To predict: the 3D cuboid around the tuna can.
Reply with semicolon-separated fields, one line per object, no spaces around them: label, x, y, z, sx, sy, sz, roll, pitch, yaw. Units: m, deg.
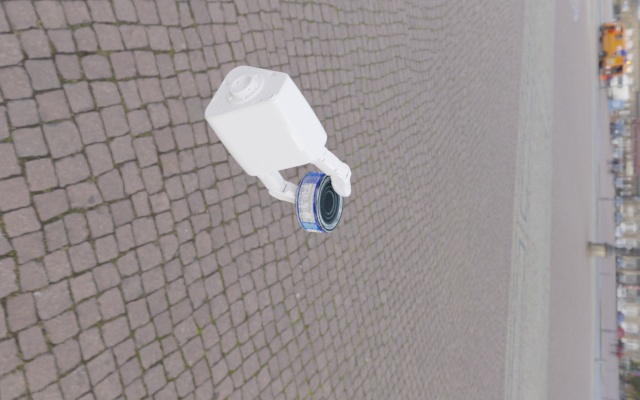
tuna can;0.001;0.002;0.665;0.034;0.086;0.086;3;1;28
